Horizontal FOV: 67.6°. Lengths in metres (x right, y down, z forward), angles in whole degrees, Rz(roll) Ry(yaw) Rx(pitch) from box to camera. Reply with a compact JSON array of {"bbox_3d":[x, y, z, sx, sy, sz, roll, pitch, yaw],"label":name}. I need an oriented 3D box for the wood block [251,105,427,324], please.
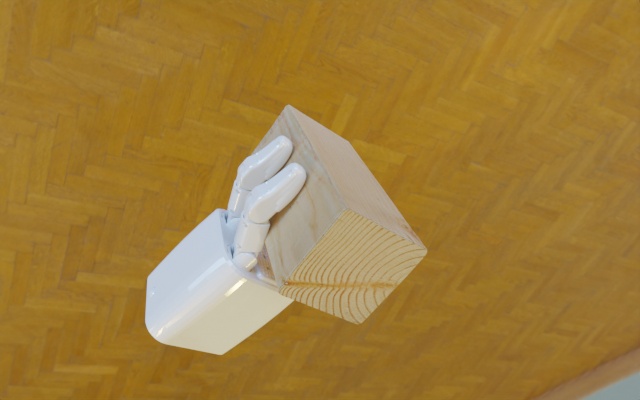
[{"bbox_3d":[0.000,0.002,0.451,0.091,0.090,0.206,28,20,-30],"label":"wood block"}]
